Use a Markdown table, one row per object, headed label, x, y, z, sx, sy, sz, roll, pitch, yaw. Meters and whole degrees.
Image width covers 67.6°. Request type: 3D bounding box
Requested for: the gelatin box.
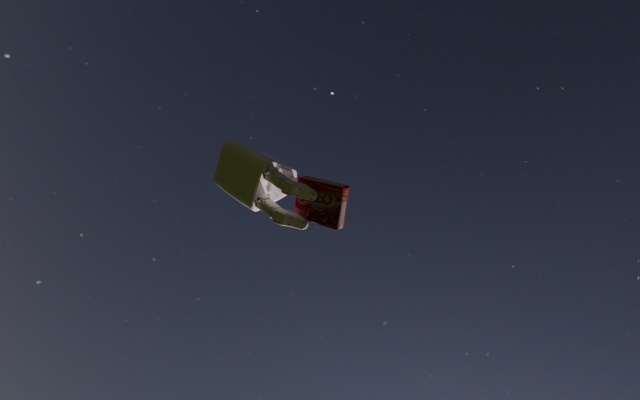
| label | x | y | z | sx | sy | sz | roll | pitch | yaw |
| --- | --- | --- | --- | --- | --- | --- | --- | --- | --- |
| gelatin box | 0.001 | 0.003 | 0.804 | 0.089 | 0.073 | 0.030 | 15 | 15 | 28 |
